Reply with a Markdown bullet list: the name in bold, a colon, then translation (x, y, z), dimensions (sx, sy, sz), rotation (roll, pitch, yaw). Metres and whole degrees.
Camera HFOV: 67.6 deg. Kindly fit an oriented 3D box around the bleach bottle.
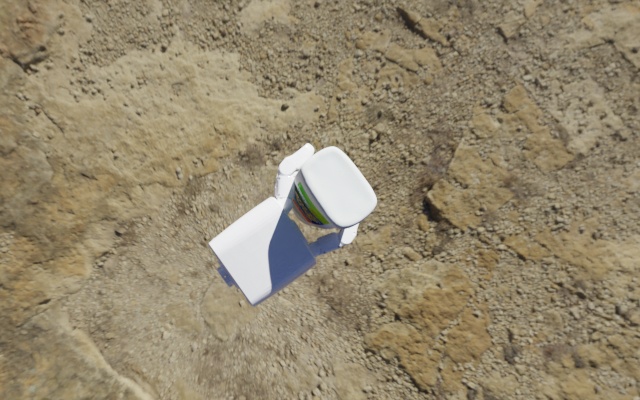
- **bleach bottle**: translation (0.000, 0.002, 0.688), dimensions (0.068, 0.102, 0.251), rotation (-35, -2, -13)
